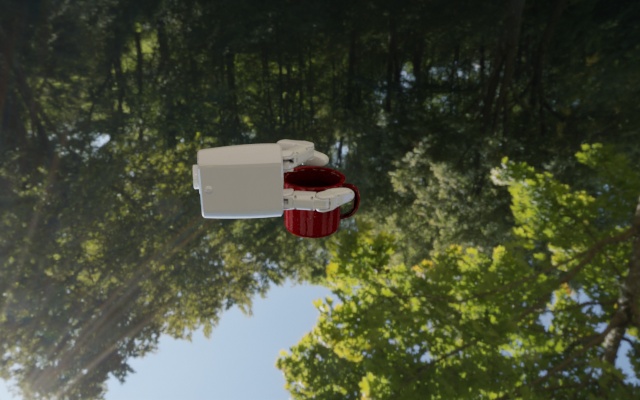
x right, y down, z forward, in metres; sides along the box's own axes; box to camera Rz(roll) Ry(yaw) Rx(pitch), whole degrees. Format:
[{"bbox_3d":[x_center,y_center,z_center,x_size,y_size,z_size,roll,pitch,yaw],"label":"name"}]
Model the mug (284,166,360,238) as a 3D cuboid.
[{"bbox_3d":[0.002,0.002,0.705,0.117,0.081,0.093,-2,23,-10],"label":"mug"}]
